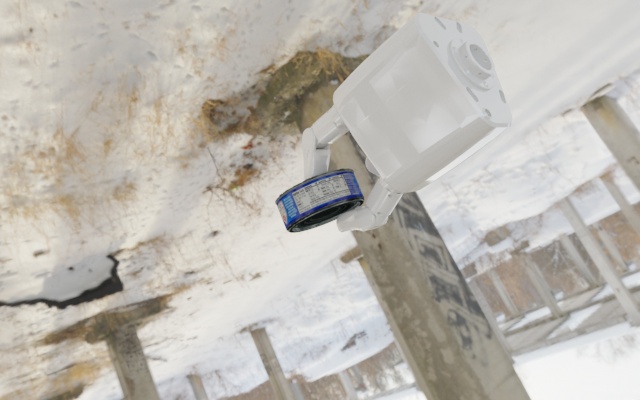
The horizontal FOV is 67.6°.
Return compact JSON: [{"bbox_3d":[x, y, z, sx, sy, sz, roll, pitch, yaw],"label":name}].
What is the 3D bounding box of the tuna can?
[{"bbox_3d":[0.000,0.002,0.480,0.086,0.033,0.086,-21,-12,-5],"label":"tuna can"}]
